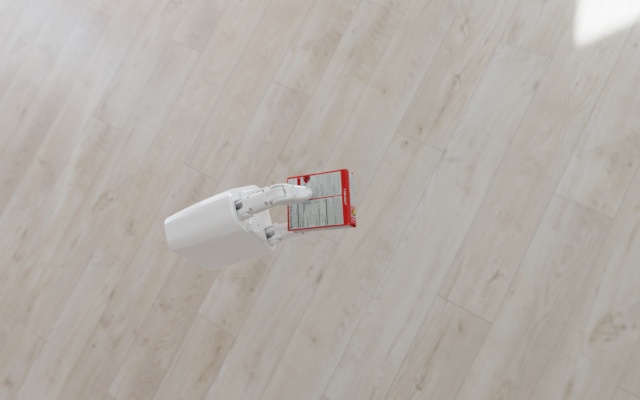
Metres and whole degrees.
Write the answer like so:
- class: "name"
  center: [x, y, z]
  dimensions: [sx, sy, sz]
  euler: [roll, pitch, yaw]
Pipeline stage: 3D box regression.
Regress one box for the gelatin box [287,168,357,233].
- class: "gelatin box"
  center: [0.000, 0.002, 0.623]
  dimensions: [0.089, 0.073, 0.030]
  euler: [-8, -13, 23]
